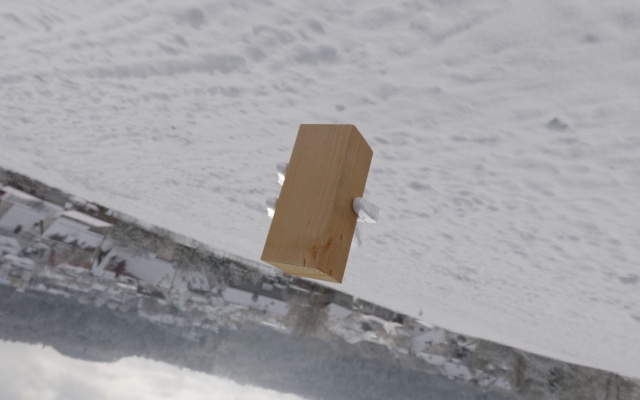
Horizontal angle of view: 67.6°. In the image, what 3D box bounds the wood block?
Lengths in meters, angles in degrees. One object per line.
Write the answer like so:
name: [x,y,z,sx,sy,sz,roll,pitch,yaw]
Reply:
wood block: [0.001,0.003,0.680,0.091,0.206,0.090,5,-19,28]
